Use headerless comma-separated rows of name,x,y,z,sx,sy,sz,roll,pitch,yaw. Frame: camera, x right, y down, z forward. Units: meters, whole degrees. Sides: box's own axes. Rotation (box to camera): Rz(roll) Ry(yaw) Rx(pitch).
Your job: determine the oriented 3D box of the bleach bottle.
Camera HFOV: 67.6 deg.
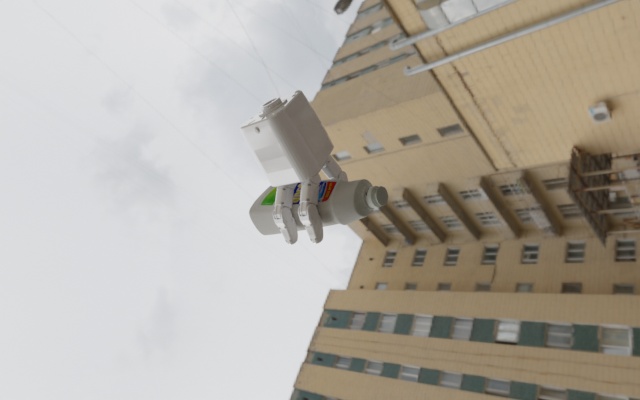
bleach bottle,0.000,0.003,0.757,0.251,0.068,0.102,-9,30,43
